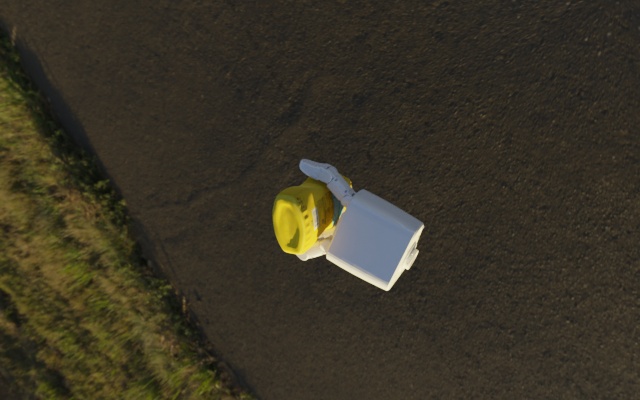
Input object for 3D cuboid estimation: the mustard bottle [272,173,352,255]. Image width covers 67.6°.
[{"bbox_3d":[0.000,0.002,0.756,0.058,0.096,0.191,5,24,30],"label":"mustard bottle"}]
